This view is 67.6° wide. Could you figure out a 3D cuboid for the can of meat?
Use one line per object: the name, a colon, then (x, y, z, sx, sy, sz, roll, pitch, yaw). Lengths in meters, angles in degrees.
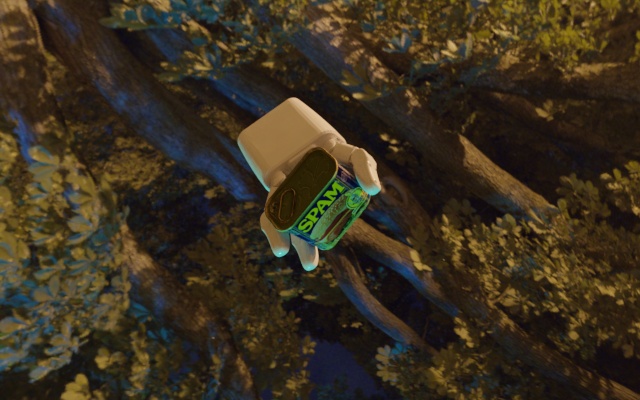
can of meat: (0.000, 0.002, 0.559, 0.084, 0.102, 0.057, 33, 9, -47)
